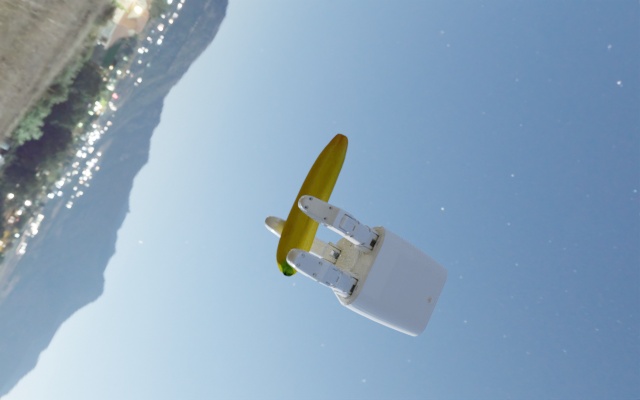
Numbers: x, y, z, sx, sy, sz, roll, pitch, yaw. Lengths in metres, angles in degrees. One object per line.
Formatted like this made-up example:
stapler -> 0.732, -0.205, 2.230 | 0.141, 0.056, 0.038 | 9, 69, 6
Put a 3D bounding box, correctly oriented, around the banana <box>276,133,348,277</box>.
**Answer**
banana -> -0.010, 0.011, 0.552 | 0.037, 0.197, 0.070 | 31, -33, -17
